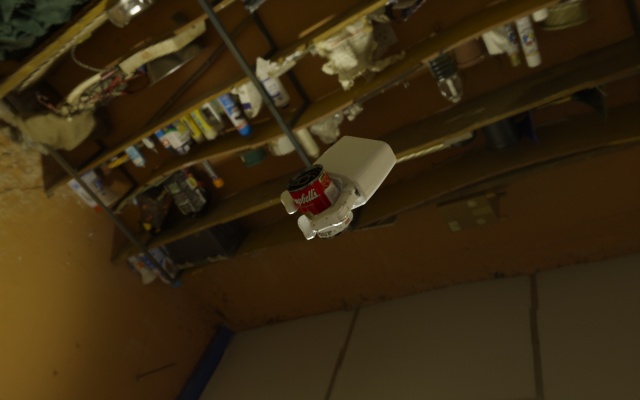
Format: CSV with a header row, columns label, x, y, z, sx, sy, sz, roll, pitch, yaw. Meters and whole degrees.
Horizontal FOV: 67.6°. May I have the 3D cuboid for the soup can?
label,x,y,z,sx,sy,sz,roll,pitch,yaw
soup can,0.000,0.003,0.760,0.068,0.102,0.068,-27,25,14
